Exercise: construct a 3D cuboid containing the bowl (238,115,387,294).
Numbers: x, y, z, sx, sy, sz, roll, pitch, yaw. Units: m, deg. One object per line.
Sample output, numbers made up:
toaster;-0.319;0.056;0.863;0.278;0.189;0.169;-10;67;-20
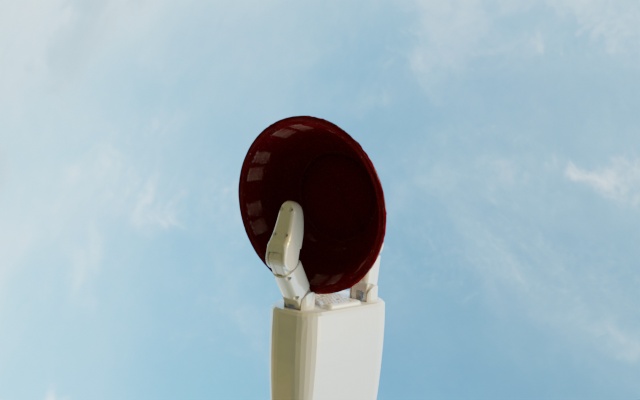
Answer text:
bowl;0.001;0.000;0.443;0.162;0.162;0.055;0;11;36
